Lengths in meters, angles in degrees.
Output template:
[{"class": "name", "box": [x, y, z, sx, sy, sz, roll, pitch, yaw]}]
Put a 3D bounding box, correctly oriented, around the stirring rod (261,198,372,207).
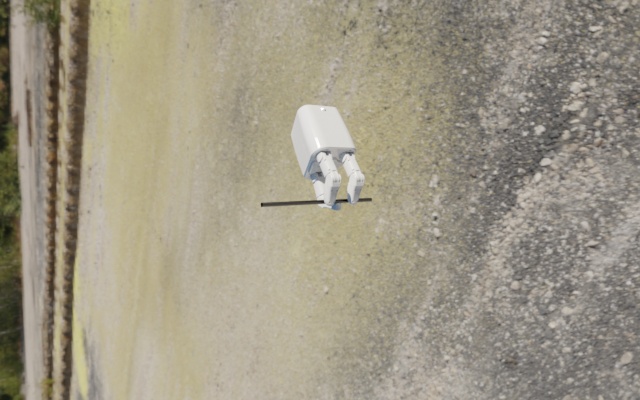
[{"class": "stirring rod", "box": [0.000, 0.003, 0.867, 0.239, 0.011, 0.011, -3, 1, -35]}]
